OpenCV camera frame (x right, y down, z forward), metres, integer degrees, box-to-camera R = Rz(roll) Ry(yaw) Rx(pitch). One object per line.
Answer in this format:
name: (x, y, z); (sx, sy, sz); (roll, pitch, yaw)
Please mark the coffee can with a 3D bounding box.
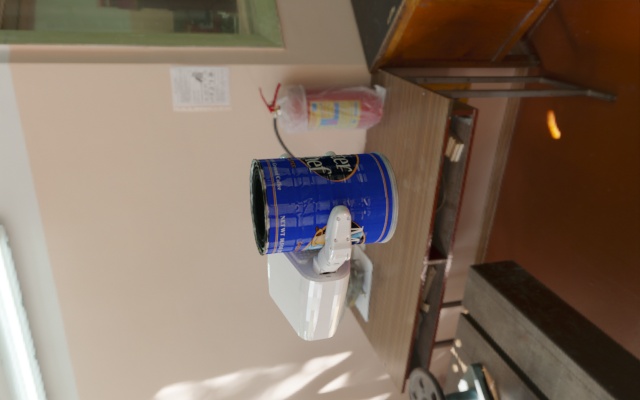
coffee can: (0.000, 0.002, 0.520); (0.140, 0.103, 0.103); (-5, 1, -16)
